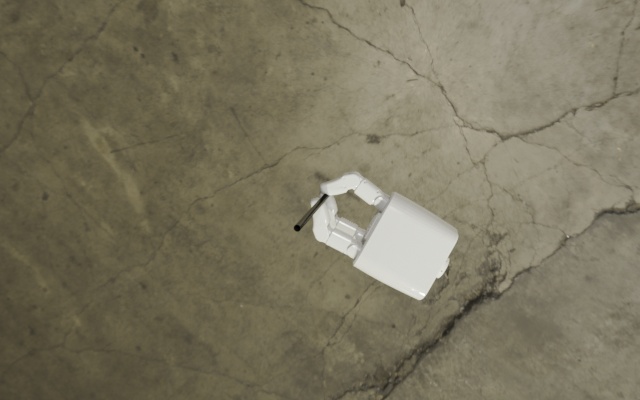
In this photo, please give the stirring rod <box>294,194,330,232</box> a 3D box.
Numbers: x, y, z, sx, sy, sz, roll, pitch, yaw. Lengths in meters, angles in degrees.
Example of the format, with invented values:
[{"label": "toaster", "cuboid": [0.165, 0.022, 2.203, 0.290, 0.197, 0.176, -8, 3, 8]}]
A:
[{"label": "stirring rod", "cuboid": [0.000, 0.002, 0.635, 0.011, 0.011, 0.239, 0, 14, 13]}]
